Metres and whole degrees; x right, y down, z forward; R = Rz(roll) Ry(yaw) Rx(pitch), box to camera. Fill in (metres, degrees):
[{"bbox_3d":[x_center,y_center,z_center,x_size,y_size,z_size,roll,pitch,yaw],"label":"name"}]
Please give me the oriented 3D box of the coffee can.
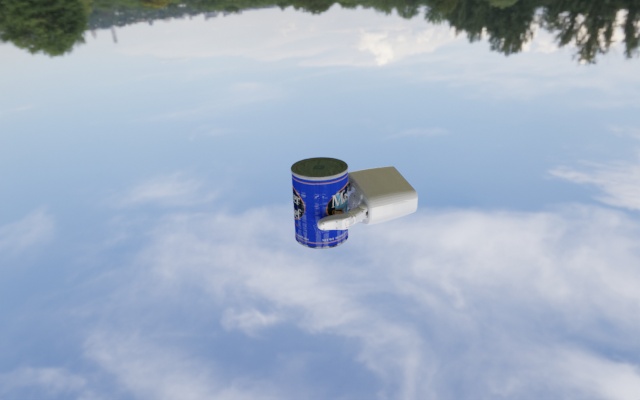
[{"bbox_3d":[0.000,0.003,0.876,0.103,0.140,0.102,-2,24,1],"label":"coffee can"}]
